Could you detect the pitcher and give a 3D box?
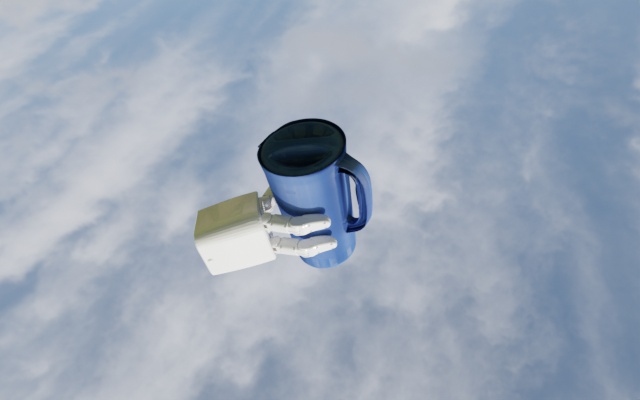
[{"bbox_3d":[0.000,0.003,0.769,0.145,0.243,0.149,-18,44,-3],"label":"pitcher"}]
